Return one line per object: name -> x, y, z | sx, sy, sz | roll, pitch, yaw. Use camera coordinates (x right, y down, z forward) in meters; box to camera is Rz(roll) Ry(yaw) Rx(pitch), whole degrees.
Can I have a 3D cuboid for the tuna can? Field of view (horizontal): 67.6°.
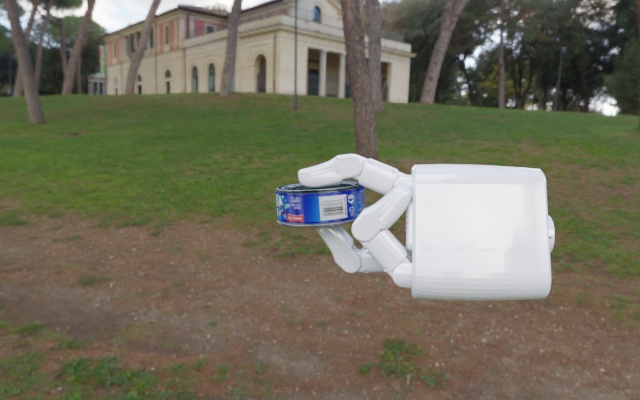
tuna can -> 0.000, 0.001, 0.459 | 0.086, 0.034, 0.086 | -4, 8, 0
